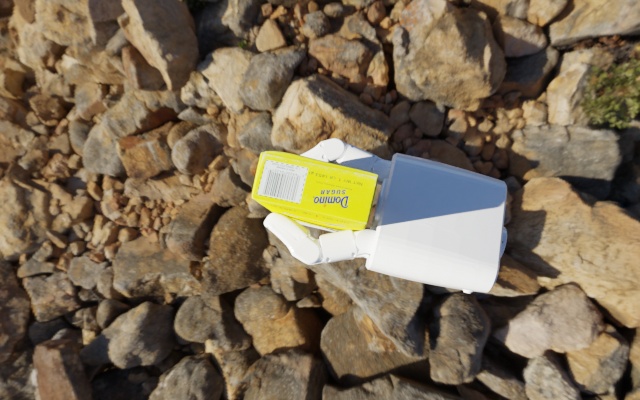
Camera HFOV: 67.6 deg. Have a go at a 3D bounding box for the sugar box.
[{"bbox_3d":[0.000,0.002,0.444,0.093,0.048,0.176,13,-9,6],"label":"sugar box"}]
